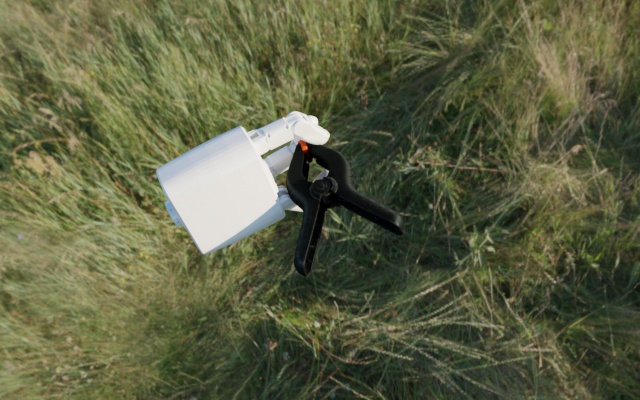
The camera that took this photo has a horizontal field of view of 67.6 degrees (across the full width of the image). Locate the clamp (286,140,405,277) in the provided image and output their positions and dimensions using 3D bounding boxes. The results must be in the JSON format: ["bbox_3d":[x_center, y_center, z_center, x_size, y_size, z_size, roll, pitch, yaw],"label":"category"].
[{"bbox_3d":[0.000,0.001,0.528,0.120,0.171,0.039,-27,-39,-10],"label":"clamp"}]
